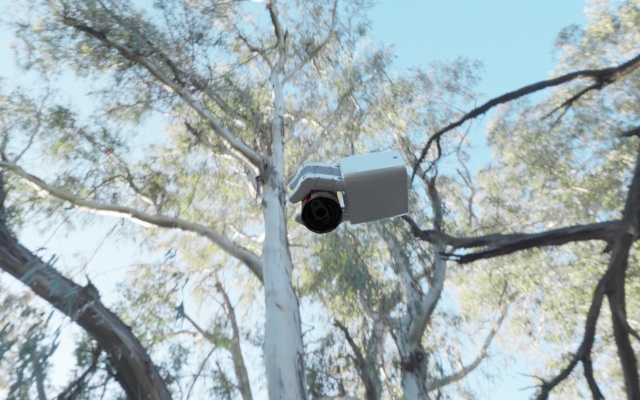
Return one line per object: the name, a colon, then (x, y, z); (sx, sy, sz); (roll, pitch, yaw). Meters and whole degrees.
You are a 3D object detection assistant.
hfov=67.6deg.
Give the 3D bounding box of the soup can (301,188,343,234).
soup can: (0.000, 0.003, 0.818); (0.068, 0.068, 0.102); (0, 25, -3)
